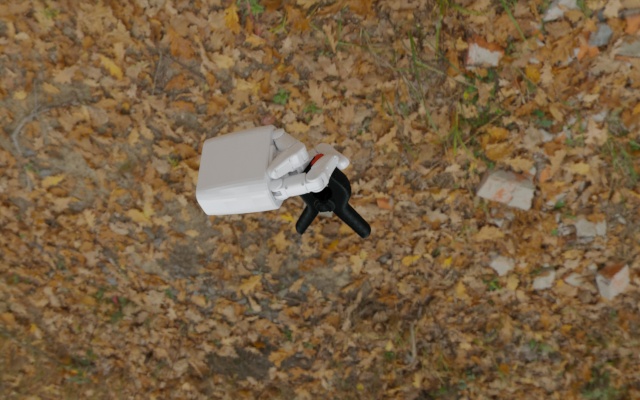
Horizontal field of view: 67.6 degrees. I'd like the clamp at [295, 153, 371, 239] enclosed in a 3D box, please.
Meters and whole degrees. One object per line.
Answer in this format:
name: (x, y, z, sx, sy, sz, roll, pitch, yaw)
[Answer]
clamp: (0.000, 0.003, 0.709, 0.120, 0.039, 0.172, -8, -46, 16)
